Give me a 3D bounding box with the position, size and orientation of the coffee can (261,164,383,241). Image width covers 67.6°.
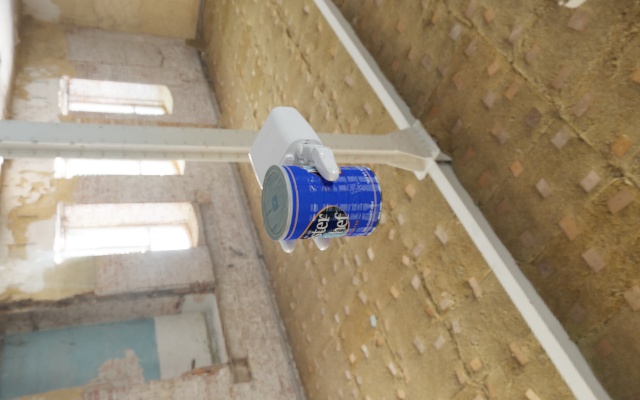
[{"bbox_3d":[0.000,0.002,0.666,0.140,0.103,0.103,-1,0,-26],"label":"coffee can"}]
